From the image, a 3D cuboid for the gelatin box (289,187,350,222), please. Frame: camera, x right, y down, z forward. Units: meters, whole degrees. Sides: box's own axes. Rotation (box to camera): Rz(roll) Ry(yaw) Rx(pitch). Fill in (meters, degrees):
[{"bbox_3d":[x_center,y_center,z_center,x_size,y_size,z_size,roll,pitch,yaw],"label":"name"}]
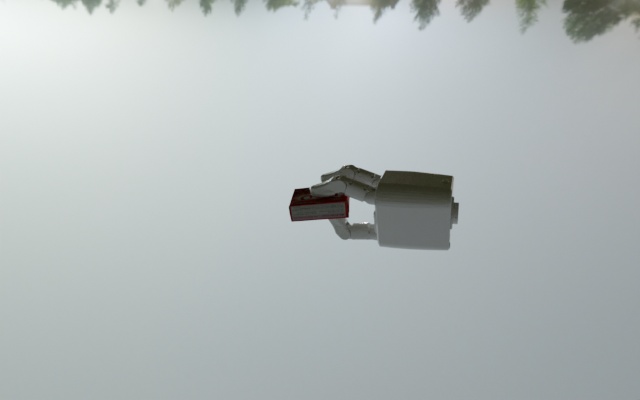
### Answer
[{"bbox_3d":[0.000,0.003,0.733,0.089,0.030,0.073,-5,22,6],"label":"gelatin box"}]
